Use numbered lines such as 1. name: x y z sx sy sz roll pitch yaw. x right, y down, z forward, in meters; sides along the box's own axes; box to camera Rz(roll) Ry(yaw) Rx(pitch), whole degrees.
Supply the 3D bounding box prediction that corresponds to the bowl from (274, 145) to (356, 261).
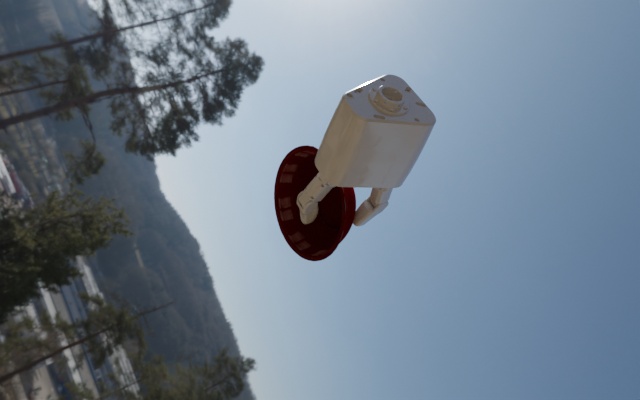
1. bowl: 0.000 0.003 0.679 0.055 0.162 0.162 -7 4 -39
